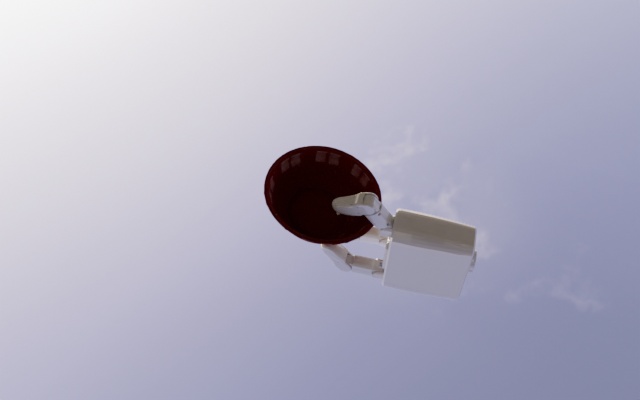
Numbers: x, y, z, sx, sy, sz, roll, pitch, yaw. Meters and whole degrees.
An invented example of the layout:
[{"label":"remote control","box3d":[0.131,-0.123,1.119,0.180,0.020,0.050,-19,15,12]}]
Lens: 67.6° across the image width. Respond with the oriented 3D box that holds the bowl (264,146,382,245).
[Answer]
[{"label":"bowl","box3d":[-0.001,0.002,0.661,0.162,0.162,0.055,0,-34,-13]}]
